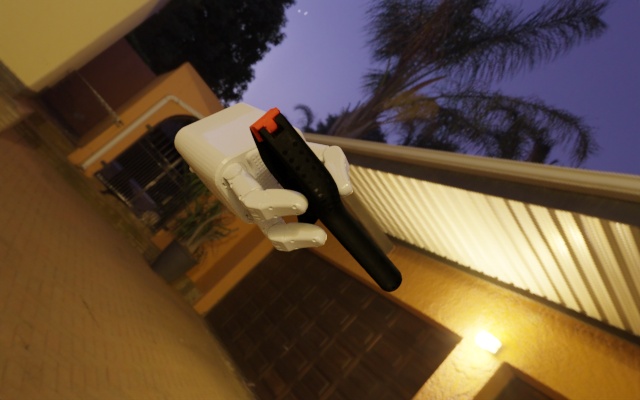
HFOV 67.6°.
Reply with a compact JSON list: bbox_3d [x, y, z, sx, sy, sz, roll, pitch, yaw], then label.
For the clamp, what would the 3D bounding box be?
[{"bbox_3d":[0.000,0.001,0.466,0.164,0.036,0.210,34,-18,40],"label":"clamp"}]
